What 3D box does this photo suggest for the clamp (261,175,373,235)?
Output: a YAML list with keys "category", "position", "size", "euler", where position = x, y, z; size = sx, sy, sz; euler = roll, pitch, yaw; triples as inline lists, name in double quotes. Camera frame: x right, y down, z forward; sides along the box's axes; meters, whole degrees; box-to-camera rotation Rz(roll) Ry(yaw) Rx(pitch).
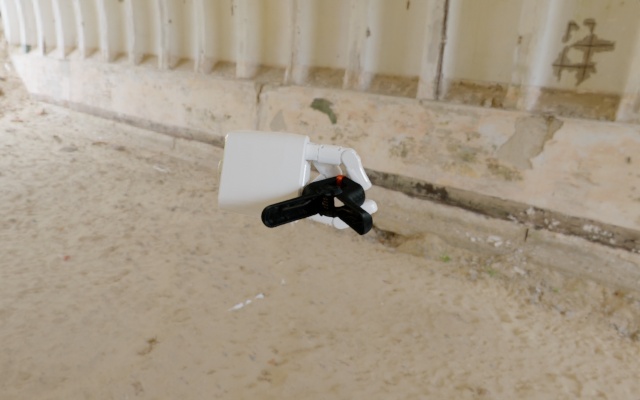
- category: "clamp"
  position: [0.000, 0.001, 0.570]
  size: [0.120, 0.039, 0.171]
  euler: [7, 15, 3]
